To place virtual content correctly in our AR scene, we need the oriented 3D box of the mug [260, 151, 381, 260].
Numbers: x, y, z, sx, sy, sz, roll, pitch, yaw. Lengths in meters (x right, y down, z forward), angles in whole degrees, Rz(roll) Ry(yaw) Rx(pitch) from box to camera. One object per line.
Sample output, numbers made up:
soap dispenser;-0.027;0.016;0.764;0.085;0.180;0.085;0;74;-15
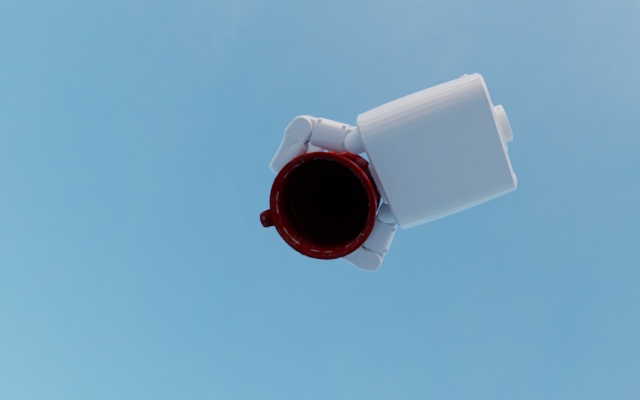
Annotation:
mug;-0.001;0.002;0.440;0.117;0.093;0.081;-19;6;18
